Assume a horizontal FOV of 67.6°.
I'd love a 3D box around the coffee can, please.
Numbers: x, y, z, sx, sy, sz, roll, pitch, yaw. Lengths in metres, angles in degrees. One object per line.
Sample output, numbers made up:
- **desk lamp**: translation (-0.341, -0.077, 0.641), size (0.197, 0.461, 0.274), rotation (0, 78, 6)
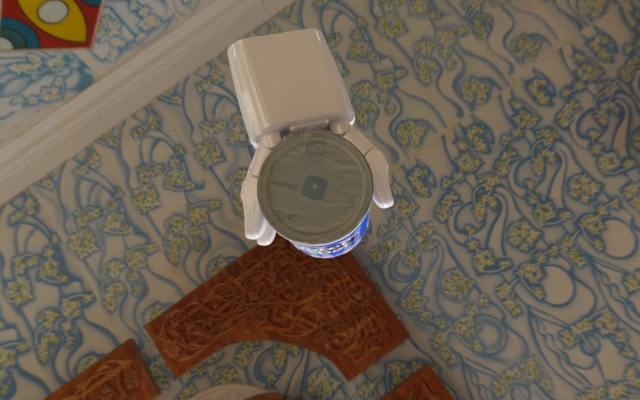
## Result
- **coffee can**: translation (0.000, 0.002, 0.482), size (0.103, 0.102, 0.140), rotation (0, -11, 4)
